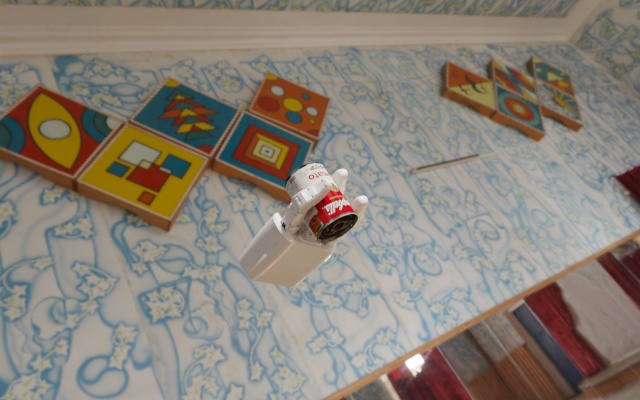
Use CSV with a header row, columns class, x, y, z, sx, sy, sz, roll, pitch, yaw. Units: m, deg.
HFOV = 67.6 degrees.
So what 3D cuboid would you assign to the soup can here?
class,x,y,z,sx,sy,sz,roll,pitch,yaw
soup can,0.000,0.002,0.700,0.068,0.102,0.068,-27,-26,-14
